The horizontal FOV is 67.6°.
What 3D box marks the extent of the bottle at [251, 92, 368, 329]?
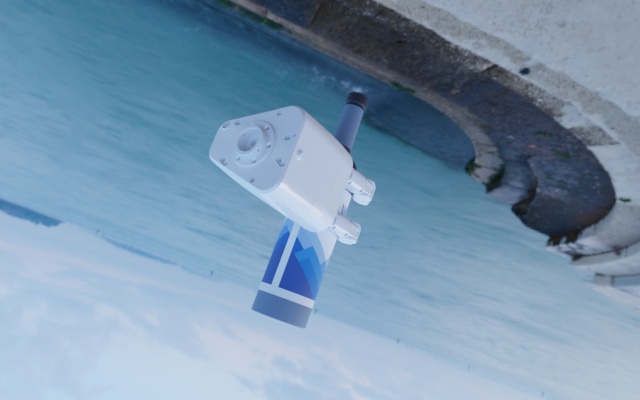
[{"bbox_3d":[0.000,0.002,0.582,0.069,0.295,0.069,19,-13,4],"label":"bottle"}]
